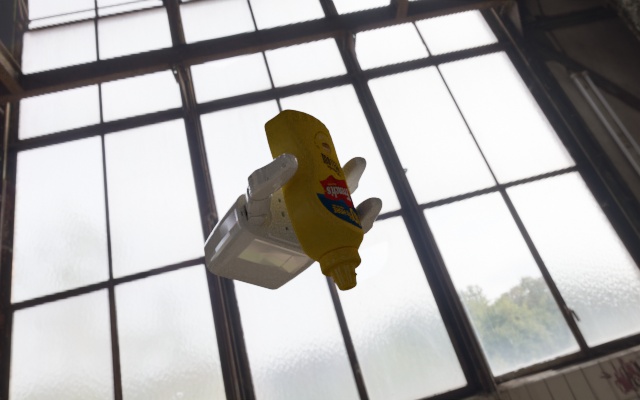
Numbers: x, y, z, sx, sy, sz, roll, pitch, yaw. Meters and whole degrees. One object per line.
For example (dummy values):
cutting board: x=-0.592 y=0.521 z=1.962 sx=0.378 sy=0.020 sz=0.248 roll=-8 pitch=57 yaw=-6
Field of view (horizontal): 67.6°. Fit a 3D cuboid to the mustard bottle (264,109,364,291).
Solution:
mustard bottle: x=0.000 y=0.001 z=0.491 sx=0.058 sy=0.191 sz=0.096 roll=-29 pitch=-30 yaw=21
